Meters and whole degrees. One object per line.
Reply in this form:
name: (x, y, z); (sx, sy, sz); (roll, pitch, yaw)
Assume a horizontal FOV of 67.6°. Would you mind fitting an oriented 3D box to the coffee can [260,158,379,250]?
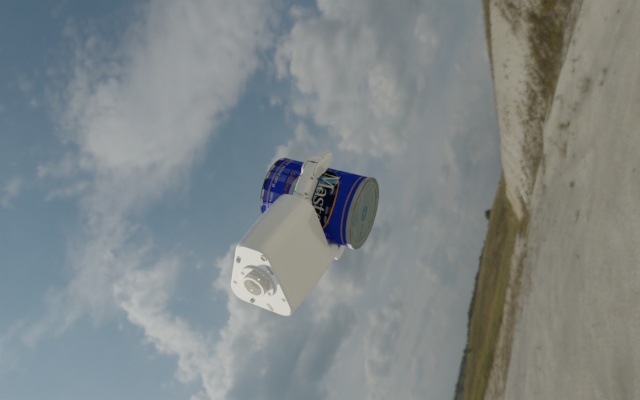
coffee can: (0.000, 0.002, 0.684); (0.140, 0.103, 0.103); (15, 6, 23)
